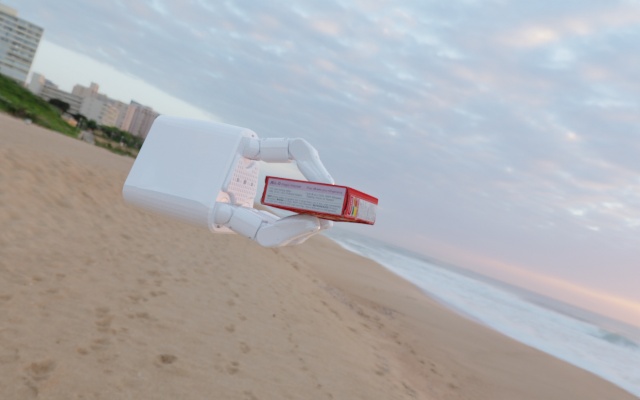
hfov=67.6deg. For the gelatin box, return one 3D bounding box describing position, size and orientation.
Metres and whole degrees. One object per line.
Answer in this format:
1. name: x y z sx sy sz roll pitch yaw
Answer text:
1. gelatin box: 0.000 0.001 0.451 0.089 0.030 0.073 8 -5 28
